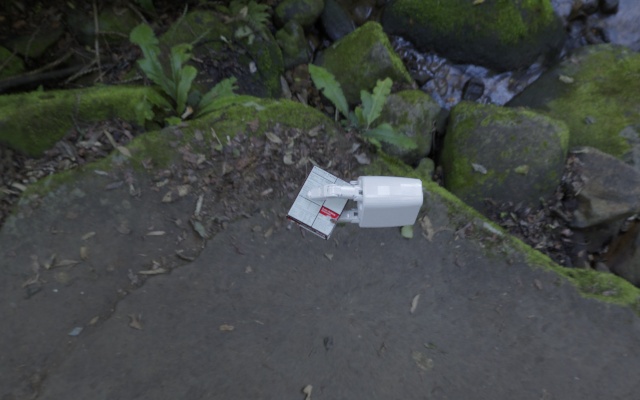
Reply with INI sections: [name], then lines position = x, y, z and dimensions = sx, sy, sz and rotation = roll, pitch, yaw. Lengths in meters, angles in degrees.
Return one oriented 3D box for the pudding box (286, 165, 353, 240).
[pudding box]
position = 0.000, 0.003, 0.883
dimensions = 0.090, 0.113, 0.039
rotation = 28, -13, 3
